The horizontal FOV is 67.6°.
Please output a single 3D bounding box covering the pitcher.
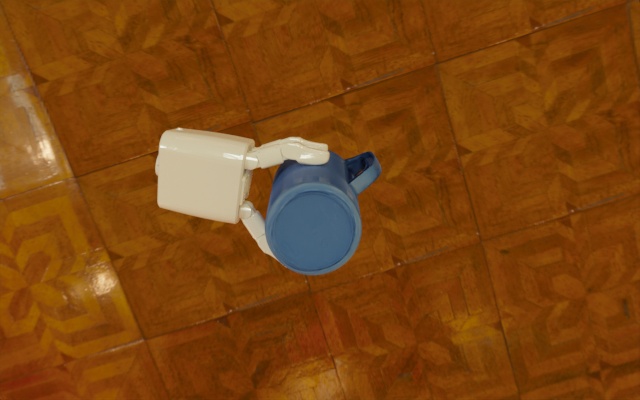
[{"bbox_3d":[0.000,0.002,0.633,0.145,0.149,0.242,13,12,-4],"label":"pitcher"}]
